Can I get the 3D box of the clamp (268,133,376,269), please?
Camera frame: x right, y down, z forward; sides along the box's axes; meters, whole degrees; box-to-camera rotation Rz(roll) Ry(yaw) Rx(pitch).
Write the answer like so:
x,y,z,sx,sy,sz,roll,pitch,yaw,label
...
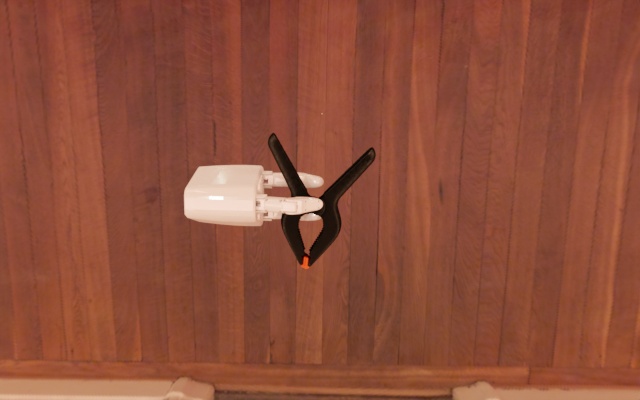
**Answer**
x,y,z,sx,sy,sz,roll,pitch,yaw,label
0.000,0.003,0.742,0.164,0.210,0.036,2,10,0,clamp
